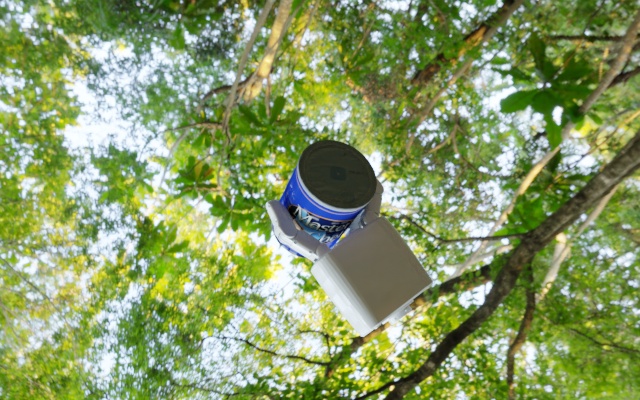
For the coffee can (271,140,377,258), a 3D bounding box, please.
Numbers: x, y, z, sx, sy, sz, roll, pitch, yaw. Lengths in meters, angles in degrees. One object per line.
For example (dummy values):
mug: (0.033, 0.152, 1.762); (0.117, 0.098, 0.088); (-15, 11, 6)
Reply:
coffee can: (0.000, 0.002, 0.637); (0.103, 0.102, 0.140); (0, -31, -22)
